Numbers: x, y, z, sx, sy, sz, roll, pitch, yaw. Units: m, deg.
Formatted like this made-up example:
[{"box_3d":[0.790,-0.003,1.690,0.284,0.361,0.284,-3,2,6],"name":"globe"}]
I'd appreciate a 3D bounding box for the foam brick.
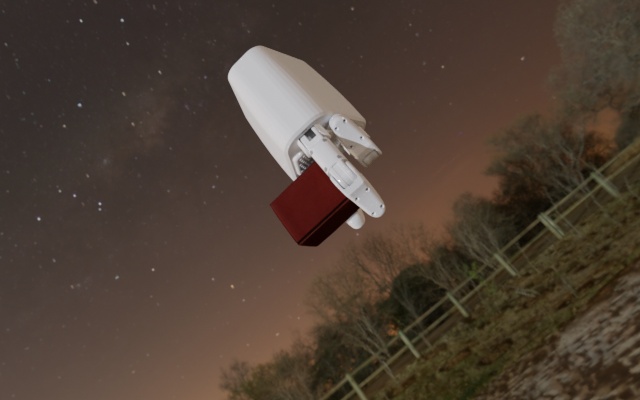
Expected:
[{"box_3d":[0.000,0.002,0.471,0.078,0.051,0.053,-43,-18,8],"name":"foam brick"}]
